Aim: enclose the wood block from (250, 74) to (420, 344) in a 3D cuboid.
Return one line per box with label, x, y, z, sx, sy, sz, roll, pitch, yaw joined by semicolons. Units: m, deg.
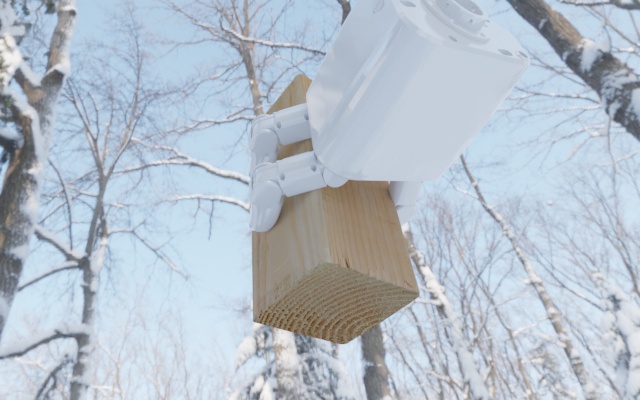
wood block;0.001;0.001;0.406;0.091;0.206;0.090;24;-50;-30
